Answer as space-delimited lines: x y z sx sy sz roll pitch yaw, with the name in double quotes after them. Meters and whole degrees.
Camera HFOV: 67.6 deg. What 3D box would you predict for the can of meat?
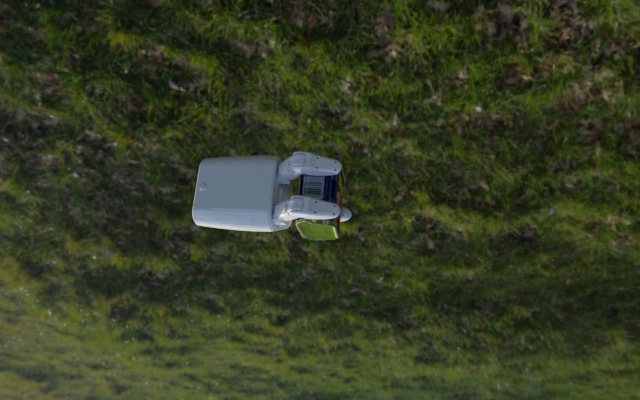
0.000 0.002 0.630 0.057 0.084 0.102 3 -17 7 "can of meat"
